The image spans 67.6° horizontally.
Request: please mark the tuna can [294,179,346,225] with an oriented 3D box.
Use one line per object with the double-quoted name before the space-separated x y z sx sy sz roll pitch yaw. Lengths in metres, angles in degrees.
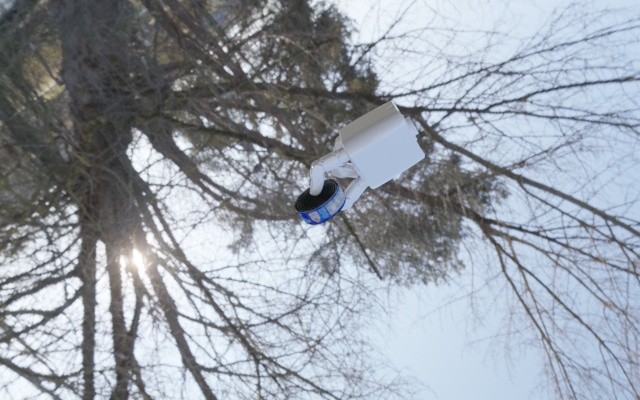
"tuna can" 0.000 0.003 0.820 0.086 0.034 0.086 -26 27 15
